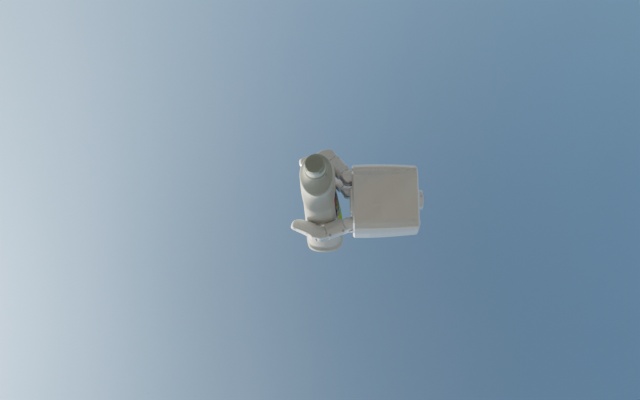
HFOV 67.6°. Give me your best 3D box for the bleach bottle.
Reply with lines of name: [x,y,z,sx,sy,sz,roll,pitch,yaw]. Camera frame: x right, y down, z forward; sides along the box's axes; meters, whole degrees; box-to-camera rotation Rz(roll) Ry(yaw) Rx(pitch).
bleach bottle: [0.000,0.003,0.790,0.068,0.102,0.251,-2,-22,4]
